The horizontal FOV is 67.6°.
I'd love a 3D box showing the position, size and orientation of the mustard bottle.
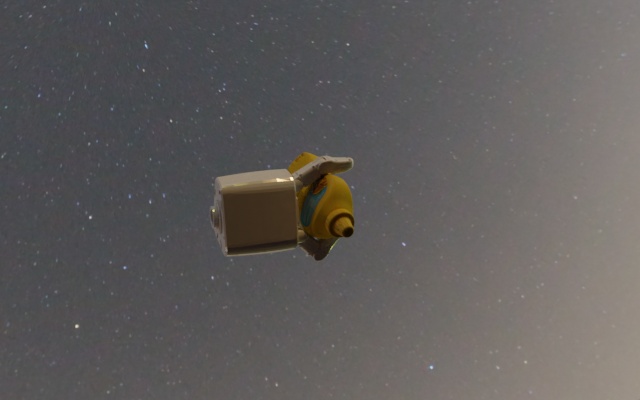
[{"bbox_3d":[0.000,0.002,0.721,0.058,0.096,0.191,19,16,-31],"label":"mustard bottle"}]
